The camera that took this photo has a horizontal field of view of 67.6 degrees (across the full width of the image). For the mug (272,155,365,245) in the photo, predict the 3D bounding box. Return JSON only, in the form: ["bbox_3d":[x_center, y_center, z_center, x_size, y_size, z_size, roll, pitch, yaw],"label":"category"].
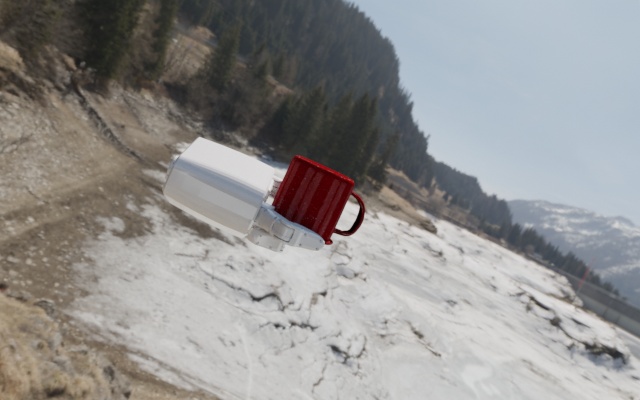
[{"bbox_3d":[0.001,0.002,0.578,0.117,0.081,0.093,24,6,-10],"label":"mug"}]
